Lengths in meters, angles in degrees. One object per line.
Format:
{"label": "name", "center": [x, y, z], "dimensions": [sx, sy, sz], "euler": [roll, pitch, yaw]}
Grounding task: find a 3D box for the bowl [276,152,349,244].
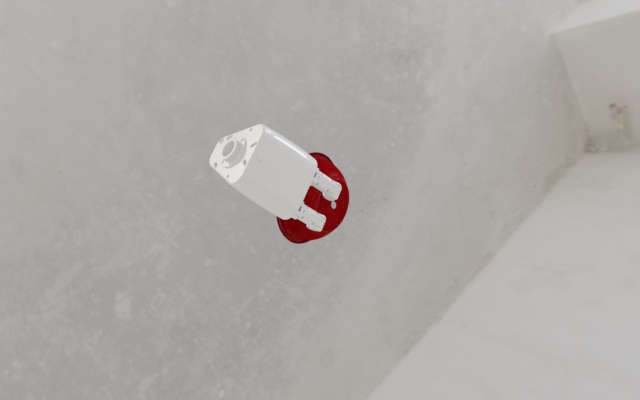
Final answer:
{"label": "bowl", "center": [0.001, 0.003, 0.804], "dimensions": [0.055, 0.162, 0.162], "euler": [17, 10, 36]}
